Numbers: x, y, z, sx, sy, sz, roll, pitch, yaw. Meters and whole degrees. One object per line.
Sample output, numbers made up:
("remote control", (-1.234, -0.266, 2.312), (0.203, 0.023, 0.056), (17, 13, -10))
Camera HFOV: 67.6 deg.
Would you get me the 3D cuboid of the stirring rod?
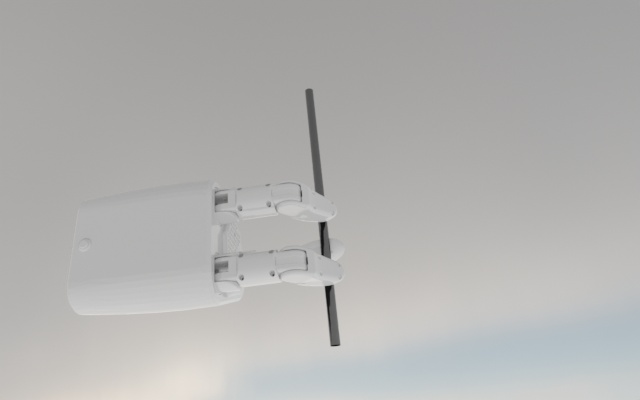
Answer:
("stirring rod", (0.000, 0.001, 0.410), (0.011, 0.239, 0.011), (-5, -26, -2))
